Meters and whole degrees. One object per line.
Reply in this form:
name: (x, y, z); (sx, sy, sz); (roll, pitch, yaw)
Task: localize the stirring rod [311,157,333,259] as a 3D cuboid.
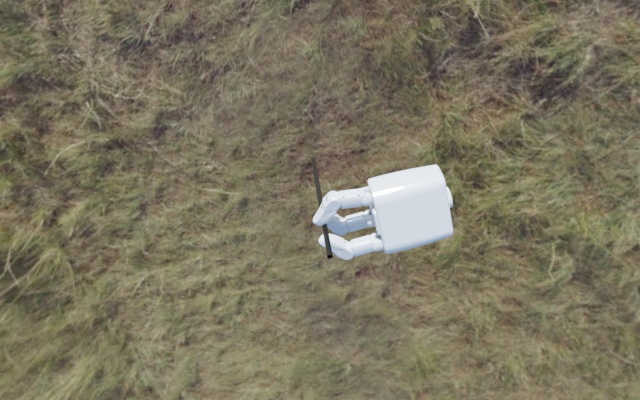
stirring rod: (0.000, 0.002, 0.759); (0.011, 0.011, 0.239); (0, 39, -8)
